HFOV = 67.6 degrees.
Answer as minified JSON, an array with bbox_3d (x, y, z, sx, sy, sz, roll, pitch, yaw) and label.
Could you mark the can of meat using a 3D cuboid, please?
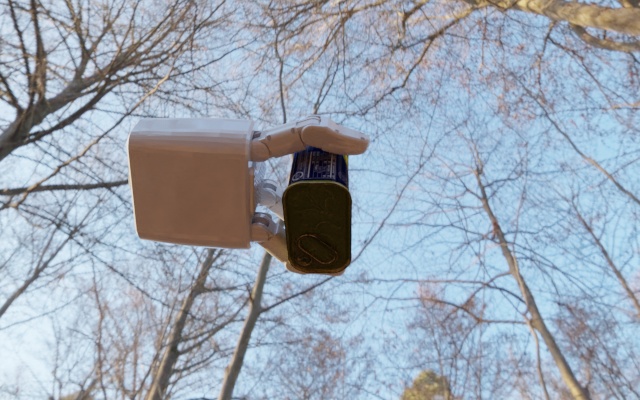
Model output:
[{"bbox_3d":[0.000,0.001,0.438,0.057,0.102,0.084,0,37,4],"label":"can of meat"}]
